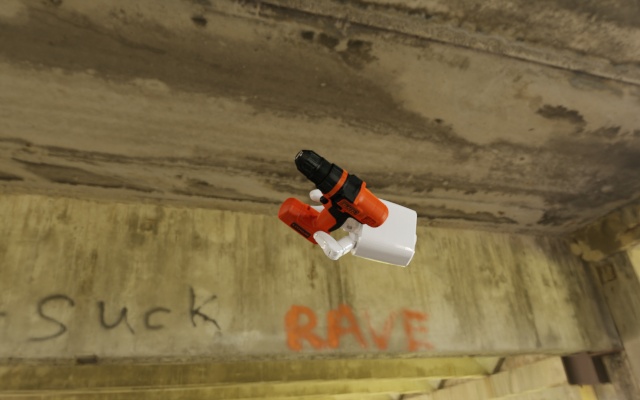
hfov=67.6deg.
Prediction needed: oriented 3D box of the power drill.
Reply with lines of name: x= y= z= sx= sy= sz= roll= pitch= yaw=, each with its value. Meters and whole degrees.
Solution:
power drill: x=0.000 y=0.003 z=0.831 sx=0.184 sy=0.057 sz=0.188 roll=38 pitch=-33 yaw=-14
